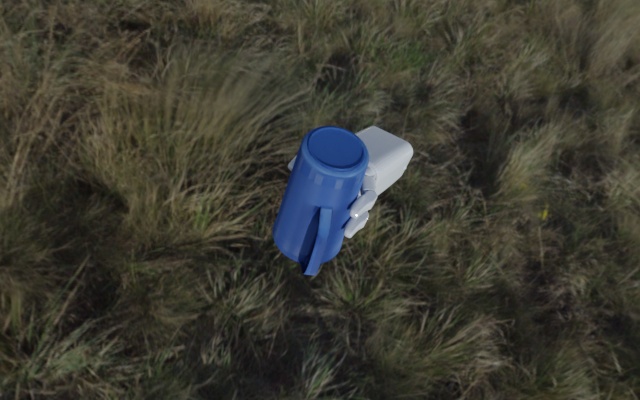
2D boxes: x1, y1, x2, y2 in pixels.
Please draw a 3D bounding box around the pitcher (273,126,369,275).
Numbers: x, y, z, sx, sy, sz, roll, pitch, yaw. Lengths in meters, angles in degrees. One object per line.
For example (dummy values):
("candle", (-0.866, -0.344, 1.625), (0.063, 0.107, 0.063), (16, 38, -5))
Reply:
("pitcher", (0.000, 0.003, 0.805), (0.145, 0.149, 0.243), (-32, -24, -33))
